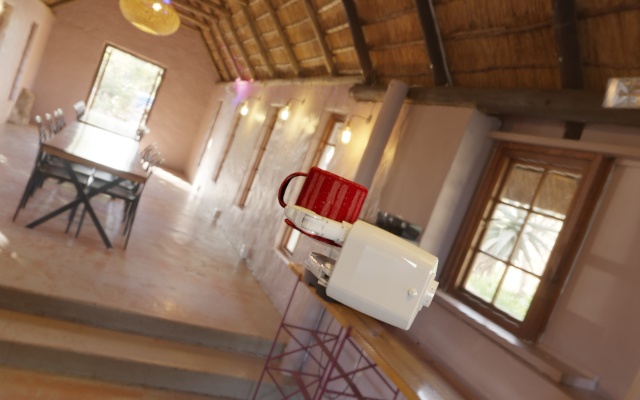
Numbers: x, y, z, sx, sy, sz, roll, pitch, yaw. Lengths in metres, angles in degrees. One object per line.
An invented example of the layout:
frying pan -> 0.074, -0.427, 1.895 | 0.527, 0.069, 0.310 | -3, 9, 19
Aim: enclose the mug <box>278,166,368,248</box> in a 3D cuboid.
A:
mug -> -0.001, 0.001, 0.624 | 0.117, 0.081, 0.093 | 24, 5, 16
